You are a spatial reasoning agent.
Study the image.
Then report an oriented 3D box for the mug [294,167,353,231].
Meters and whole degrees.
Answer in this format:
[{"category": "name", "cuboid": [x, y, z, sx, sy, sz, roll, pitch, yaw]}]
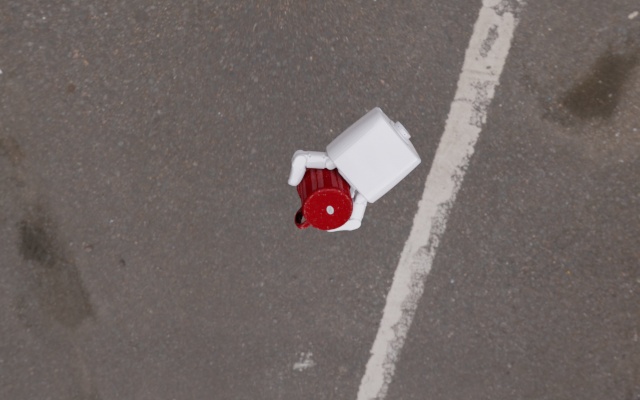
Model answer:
[{"category": "mug", "cuboid": [-0.001, 0.004, 0.783, 0.093, 0.117, 0.081, 41, 19, -25]}]
